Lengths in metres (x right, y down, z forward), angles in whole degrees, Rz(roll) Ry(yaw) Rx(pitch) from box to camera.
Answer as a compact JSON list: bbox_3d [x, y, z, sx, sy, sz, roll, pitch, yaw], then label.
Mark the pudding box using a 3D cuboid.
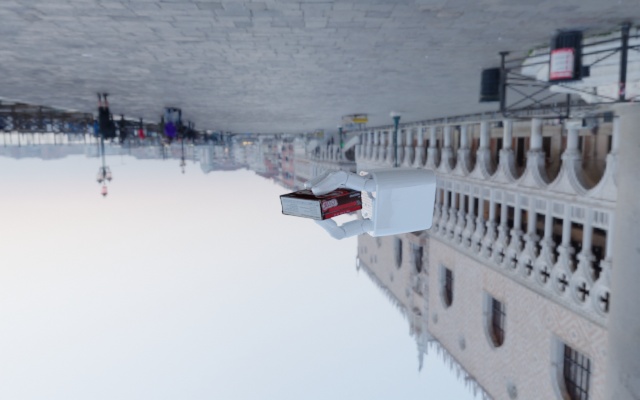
[{"bbox_3d":[0.000,0.003,0.793,0.090,0.039,0.113,-13,11,-38],"label":"pudding box"}]
